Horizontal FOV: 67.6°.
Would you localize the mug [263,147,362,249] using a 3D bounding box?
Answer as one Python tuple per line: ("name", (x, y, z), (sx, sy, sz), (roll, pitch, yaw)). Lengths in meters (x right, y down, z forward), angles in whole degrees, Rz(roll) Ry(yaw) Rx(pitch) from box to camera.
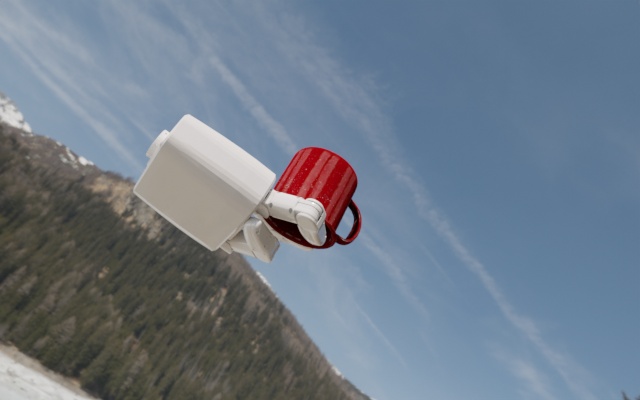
("mug", (0.001, 0.002, 0.537), (0.117, 0.081, 0.093), (37, -31, -15))
